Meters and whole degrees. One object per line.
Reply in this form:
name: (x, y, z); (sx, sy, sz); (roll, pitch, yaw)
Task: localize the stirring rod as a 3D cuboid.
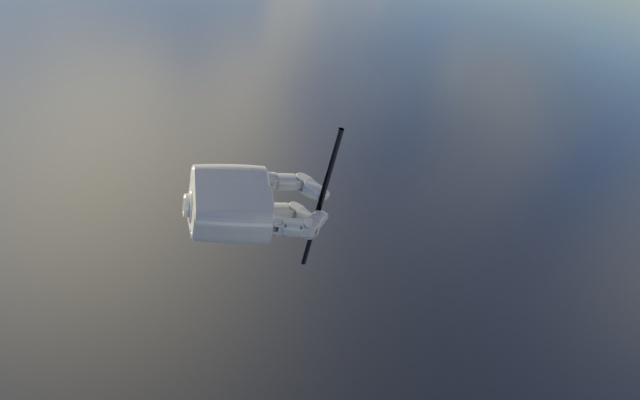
stirring rod: (0.000, 0.002, 0.699); (0.011, 0.240, 0.011); (11, 33, -7)
